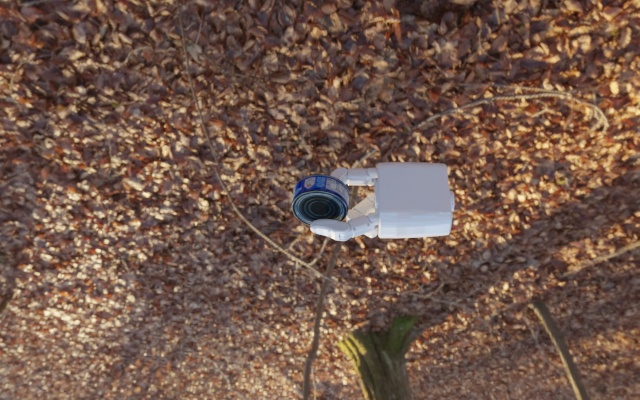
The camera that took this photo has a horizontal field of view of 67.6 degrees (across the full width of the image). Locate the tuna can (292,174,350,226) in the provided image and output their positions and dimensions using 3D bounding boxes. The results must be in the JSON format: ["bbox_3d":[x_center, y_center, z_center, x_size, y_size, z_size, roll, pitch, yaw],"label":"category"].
[{"bbox_3d":[0.000,0.003,0.712,0.086,0.033,0.086,4,-42,4],"label":"tuna can"}]
